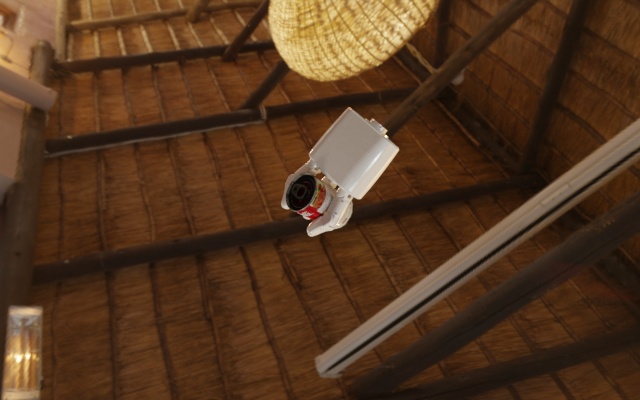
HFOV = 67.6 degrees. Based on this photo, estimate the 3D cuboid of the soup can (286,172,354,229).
[{"bbox_3d":[0.000,0.003,0.811,0.068,0.068,0.102,0,-20,44],"label":"soup can"}]
